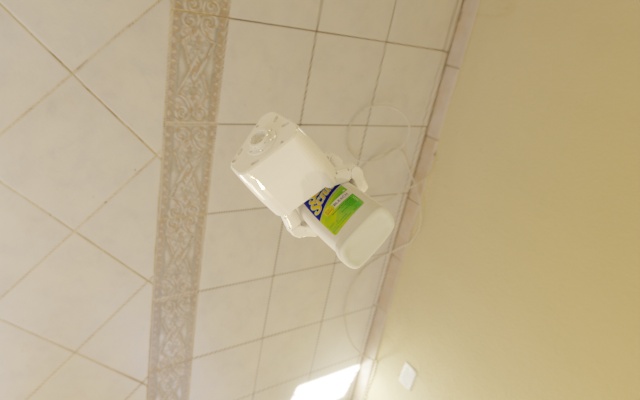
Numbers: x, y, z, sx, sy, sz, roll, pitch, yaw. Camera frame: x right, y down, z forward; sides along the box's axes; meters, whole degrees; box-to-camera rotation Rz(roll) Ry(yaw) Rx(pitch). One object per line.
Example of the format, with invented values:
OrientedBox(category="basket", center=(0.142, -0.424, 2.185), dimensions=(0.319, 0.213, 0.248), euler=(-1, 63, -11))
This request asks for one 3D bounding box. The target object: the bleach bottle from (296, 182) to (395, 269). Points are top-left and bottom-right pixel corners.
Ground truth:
OrientedBox(category="bleach bottle", center=(0.000, 0.002, 0.766), dimensions=(0.250, 0.102, 0.068), euler=(36, -10, 46))
